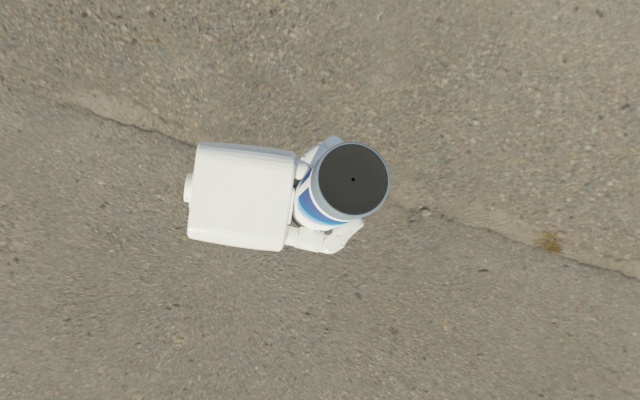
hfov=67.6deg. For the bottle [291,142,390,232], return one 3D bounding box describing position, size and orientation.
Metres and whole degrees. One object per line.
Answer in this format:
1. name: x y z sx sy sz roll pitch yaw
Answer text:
1. bottle: 0.000 0.002 0.550 0.069 0.069 0.296 0 -8 -11
